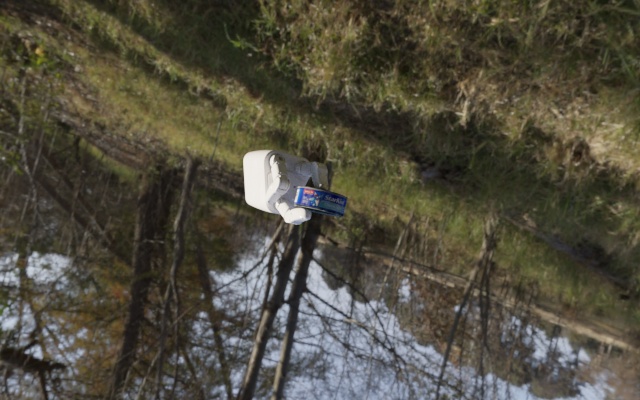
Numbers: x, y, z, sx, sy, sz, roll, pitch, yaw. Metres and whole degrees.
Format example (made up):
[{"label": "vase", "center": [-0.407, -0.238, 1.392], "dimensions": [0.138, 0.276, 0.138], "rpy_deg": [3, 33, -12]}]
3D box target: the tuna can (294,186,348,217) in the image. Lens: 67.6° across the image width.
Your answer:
[{"label": "tuna can", "center": [0.000, 0.003, 0.796], "dimensions": [0.086, 0.033, 0.086], "rpy_deg": [13, -5, 1]}]
